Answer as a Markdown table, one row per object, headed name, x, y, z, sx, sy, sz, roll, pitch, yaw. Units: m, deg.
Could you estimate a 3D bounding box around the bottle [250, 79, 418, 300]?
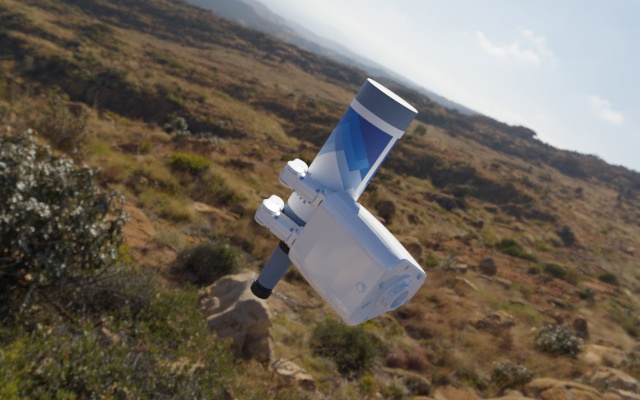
| name | x | y | z | sx | sy | sz | roll | pitch | yaw |
| --- | --- | --- | --- | --- | --- | --- | --- | --- | --- |
| bottle | 0.000 | 0.002 | 0.563 | 0.069 | 0.296 | 0.069 | 30 | 19 | -12 |
